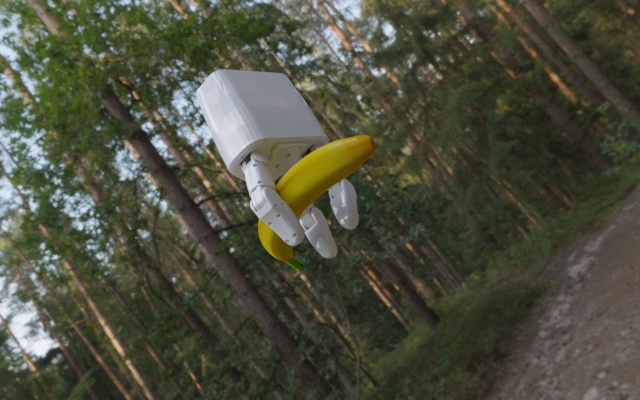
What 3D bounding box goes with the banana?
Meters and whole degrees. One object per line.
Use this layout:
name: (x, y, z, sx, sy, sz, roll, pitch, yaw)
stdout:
banana: (-0.018, 0.002, 0.473, 0.069, 0.037, 0.198, 6, -42, -25)
